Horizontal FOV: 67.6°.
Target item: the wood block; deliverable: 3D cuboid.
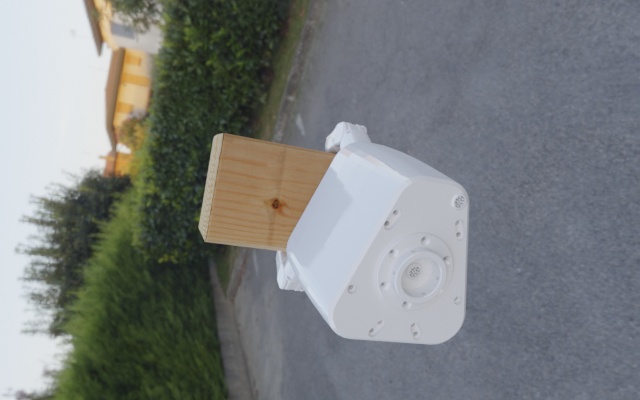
[{"bbox_3d":[0.000,0.001,0.448,0.206,0.091,0.090,9,2,-18],"label":"wood block"}]
